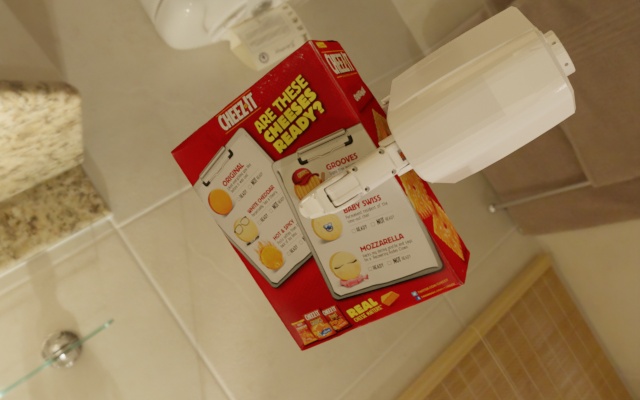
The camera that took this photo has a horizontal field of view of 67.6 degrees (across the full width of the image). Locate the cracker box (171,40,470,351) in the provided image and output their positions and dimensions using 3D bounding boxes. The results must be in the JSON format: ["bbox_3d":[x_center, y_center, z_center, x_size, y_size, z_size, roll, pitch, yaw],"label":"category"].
[{"bbox_3d":[0.000,0.002,0.409,0.164,0.214,0.072,-31,4,27],"label":"cracker box"}]
